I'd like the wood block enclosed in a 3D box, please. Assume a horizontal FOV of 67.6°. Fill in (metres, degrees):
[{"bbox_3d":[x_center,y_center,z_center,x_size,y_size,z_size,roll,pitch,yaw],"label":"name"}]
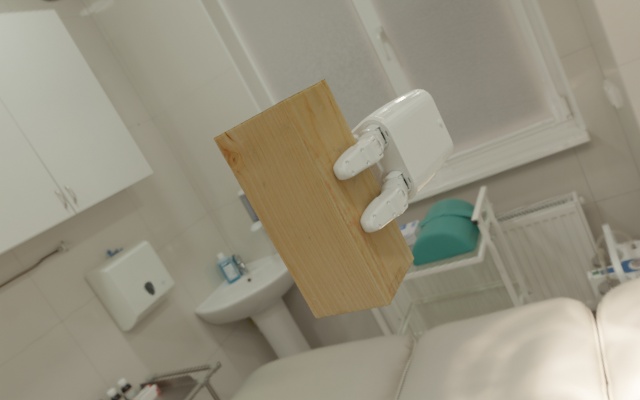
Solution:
[{"bbox_3d":[0.000,0.001,0.472,0.091,0.206,0.090,-20,15,34],"label":"wood block"}]
